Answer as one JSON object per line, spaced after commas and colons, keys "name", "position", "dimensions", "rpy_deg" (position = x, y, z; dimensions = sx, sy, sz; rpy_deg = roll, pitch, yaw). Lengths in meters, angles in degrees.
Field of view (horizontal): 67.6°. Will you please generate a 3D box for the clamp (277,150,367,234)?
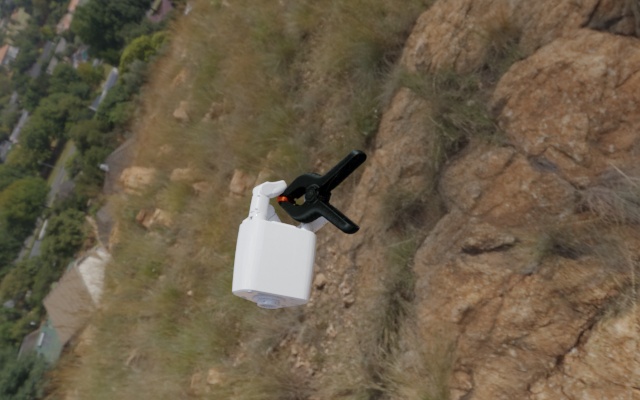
{"name": "clamp", "position": [0.000, 0.002, 0.708], "dimensions": [0.039, 0.120, 0.171], "rpy_deg": [25, -31, -37]}
